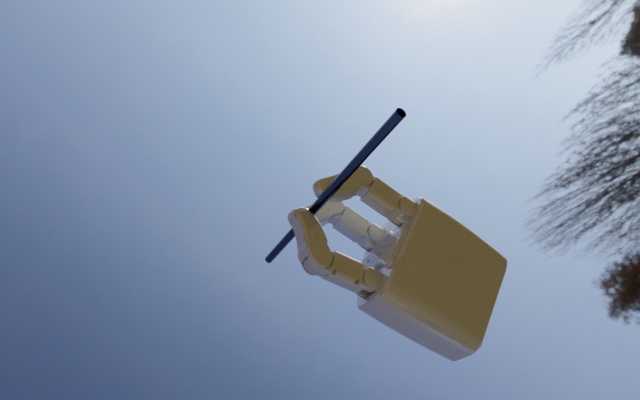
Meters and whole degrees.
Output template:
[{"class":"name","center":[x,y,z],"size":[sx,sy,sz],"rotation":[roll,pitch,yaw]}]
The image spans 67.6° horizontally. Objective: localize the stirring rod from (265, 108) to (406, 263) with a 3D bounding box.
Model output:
[{"class":"stirring rod","center":[0.000,0.001,0.408],"size":[0.011,0.011,0.240],"rotation":[0,-30,-31]}]
